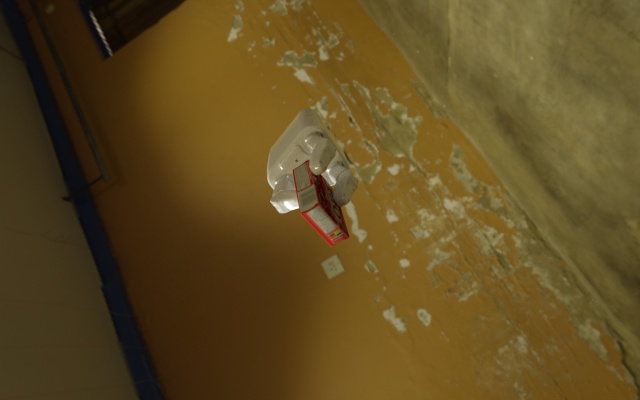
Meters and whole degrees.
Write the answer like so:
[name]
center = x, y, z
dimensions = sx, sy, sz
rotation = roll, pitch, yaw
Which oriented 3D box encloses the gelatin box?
[gelatin box]
center = 0.000, 0.002, 0.599
dimensions = 0.030, 0.089, 0.073
rotation = -29, -51, 14
